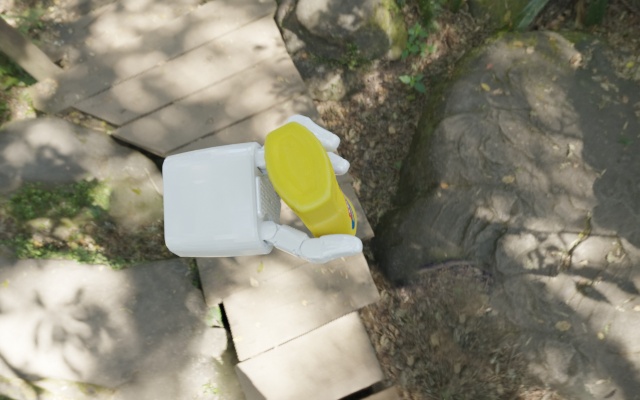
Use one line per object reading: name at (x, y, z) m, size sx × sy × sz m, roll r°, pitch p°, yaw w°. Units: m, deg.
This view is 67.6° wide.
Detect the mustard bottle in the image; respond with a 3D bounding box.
mustard bottle at (0.000, 0.001, 0.514) m, size 0.058 × 0.096 × 0.192 m, roll -28°, pitch -26°, yaw 2°
